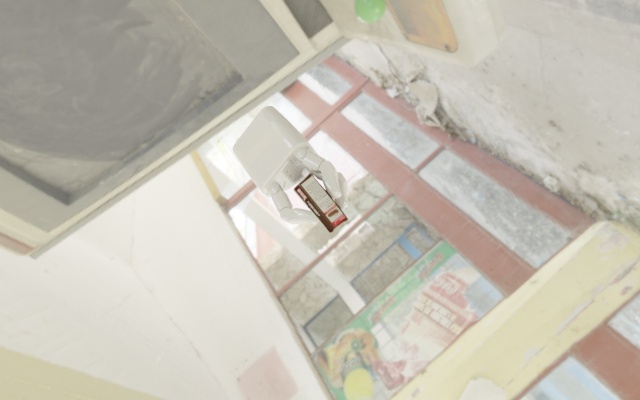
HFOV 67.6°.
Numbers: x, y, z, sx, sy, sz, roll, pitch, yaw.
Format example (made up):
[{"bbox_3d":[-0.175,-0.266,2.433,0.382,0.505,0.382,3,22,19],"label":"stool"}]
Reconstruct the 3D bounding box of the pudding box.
[{"bbox_3d":[0.000,0.003,0.749,0.039,0.090,0.113,-40,2,3],"label":"pudding box"}]
